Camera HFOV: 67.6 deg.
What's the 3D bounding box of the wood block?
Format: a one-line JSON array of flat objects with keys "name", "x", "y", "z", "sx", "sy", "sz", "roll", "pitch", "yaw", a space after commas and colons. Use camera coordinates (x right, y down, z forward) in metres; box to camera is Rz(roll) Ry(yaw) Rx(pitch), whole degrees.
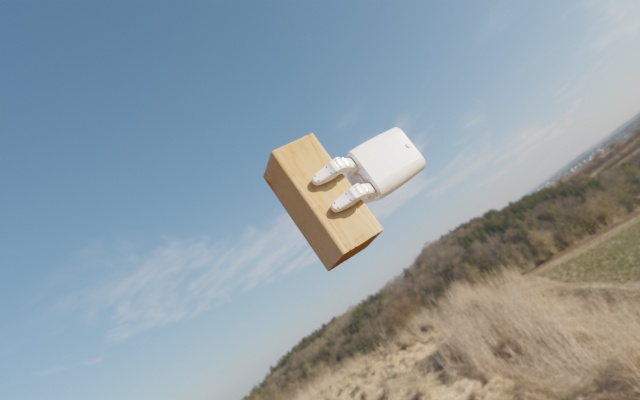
[{"name": "wood block", "x": 0.000, "y": 0.003, "z": 0.812, "sx": 0.090, "sy": 0.206, "sz": 0.091, "roll": -29, "pitch": -15, "yaw": -26}]
